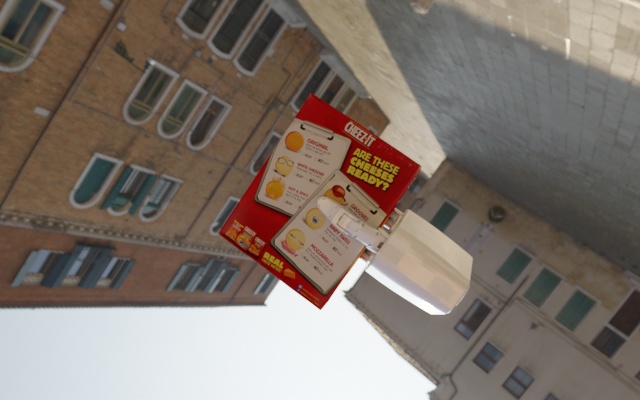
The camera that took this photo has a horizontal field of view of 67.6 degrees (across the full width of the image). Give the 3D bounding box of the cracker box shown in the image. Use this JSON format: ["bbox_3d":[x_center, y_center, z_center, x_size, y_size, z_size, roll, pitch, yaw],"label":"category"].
[{"bbox_3d":[0.000,0.002,0.609,0.164,0.214,0.072,35,6,8],"label":"cracker box"}]
